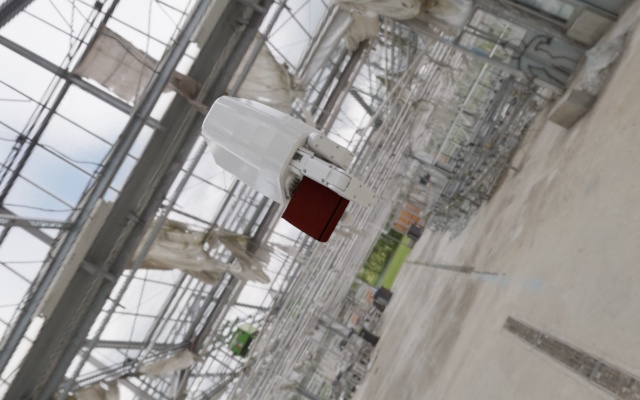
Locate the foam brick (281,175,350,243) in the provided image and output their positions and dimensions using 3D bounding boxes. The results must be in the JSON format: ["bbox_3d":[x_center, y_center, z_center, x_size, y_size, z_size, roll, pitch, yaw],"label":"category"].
[{"bbox_3d":[0.000,0.002,0.535,0.051,0.078,0.053,28,-3,11],"label":"foam brick"}]
